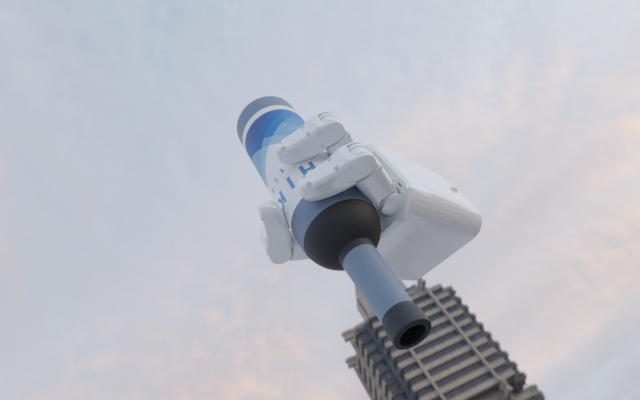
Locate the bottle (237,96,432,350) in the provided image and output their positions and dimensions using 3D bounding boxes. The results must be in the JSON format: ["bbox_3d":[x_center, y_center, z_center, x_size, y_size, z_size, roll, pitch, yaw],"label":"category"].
[{"bbox_3d":[0.000,0.001,0.402,0.069,0.069,0.295,0,34,-28],"label":"bottle"}]
